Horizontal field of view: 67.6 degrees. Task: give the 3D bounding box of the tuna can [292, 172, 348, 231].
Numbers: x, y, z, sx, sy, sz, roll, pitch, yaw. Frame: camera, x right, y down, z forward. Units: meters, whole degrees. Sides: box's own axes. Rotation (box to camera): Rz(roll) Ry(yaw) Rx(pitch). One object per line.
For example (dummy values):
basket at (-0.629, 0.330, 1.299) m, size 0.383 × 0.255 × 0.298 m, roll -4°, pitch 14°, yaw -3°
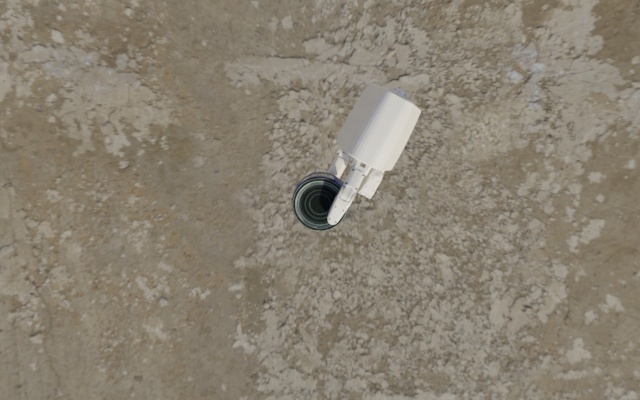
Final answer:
tuna can at (0.000, 0.003, 0.718) m, size 0.086 × 0.086 × 0.033 m, roll 0°, pitch 16°, yaw 3°
